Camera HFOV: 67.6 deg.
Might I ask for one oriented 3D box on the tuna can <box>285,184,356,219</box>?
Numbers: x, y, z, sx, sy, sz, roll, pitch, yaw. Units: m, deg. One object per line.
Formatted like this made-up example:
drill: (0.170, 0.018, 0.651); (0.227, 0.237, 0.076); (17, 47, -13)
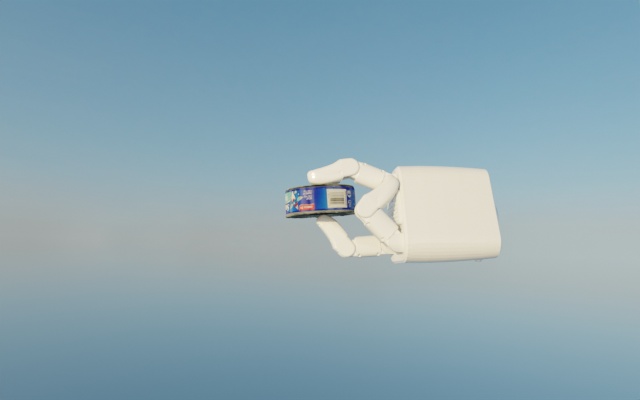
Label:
tuna can: (0.000, 0.001, 0.576); (0.086, 0.033, 0.086); (-3, -5, 0)
